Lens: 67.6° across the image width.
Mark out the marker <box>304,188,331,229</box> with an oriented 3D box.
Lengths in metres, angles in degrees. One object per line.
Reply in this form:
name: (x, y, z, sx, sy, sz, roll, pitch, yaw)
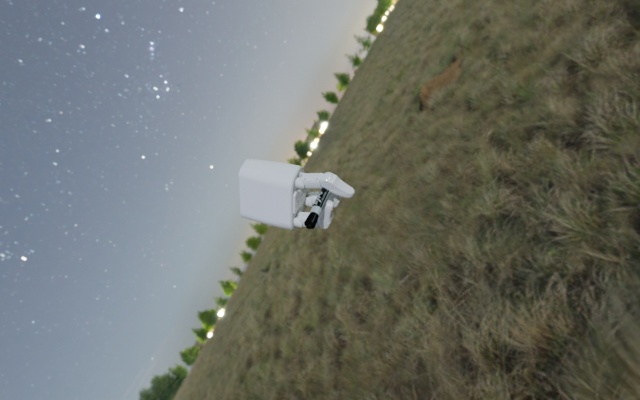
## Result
marker: (0.000, 0.003, 0.794, 0.020, 0.020, 0.121, 0, 42, 25)
